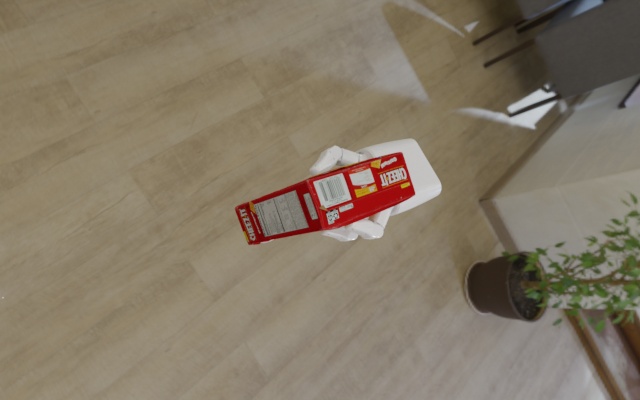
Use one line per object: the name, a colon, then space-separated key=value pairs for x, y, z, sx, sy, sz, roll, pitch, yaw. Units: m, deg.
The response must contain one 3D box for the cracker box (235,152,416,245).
cracker box: x=0.000 y=0.002 z=0.680 sx=0.164 sy=0.072 sz=0.214 roll=-19 pitch=1 yaw=-35
